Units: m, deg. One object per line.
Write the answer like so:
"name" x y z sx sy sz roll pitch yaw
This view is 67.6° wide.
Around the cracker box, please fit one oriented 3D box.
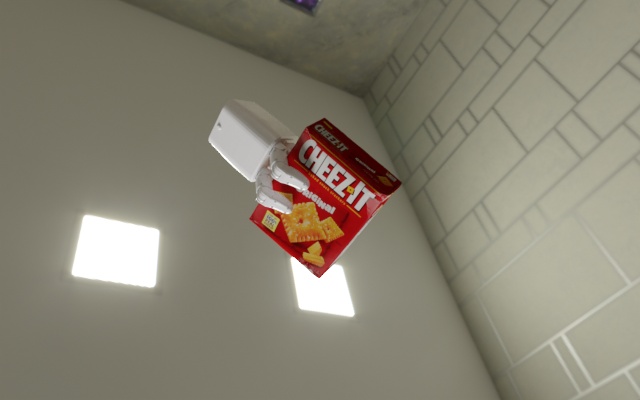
"cracker box" 0.000 0.003 0.779 0.164 0.214 0.072 41 34 8
